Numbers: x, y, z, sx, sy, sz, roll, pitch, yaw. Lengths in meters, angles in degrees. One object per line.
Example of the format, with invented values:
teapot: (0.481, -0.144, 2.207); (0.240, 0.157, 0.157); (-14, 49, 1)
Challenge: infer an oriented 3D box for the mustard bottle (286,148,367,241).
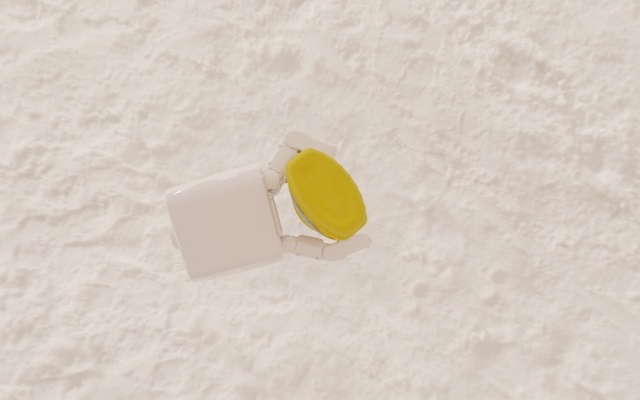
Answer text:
mustard bottle: (0.000, 0.002, 0.552); (0.058, 0.096, 0.191); (-40, -2, -7)
